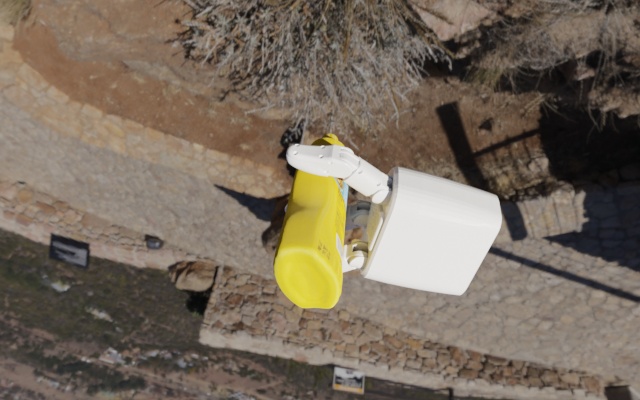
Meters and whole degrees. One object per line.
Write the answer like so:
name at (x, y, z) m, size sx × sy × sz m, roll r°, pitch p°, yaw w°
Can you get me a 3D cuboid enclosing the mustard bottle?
mustard bottle at (0.000, 0.002, 0.472) m, size 0.058 × 0.191 × 0.096 m, roll -3°, pitch -43°, yaw 13°
